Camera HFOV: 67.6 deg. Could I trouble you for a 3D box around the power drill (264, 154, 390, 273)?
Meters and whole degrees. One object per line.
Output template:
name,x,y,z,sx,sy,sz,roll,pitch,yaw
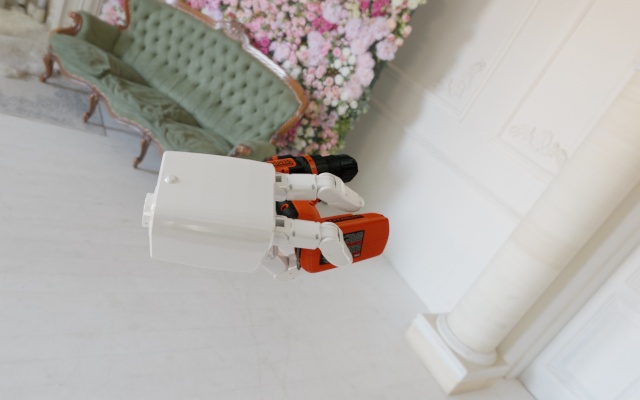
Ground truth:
power drill,0.000,0.002,0.573,0.184,0.057,0.187,-13,33,-25
